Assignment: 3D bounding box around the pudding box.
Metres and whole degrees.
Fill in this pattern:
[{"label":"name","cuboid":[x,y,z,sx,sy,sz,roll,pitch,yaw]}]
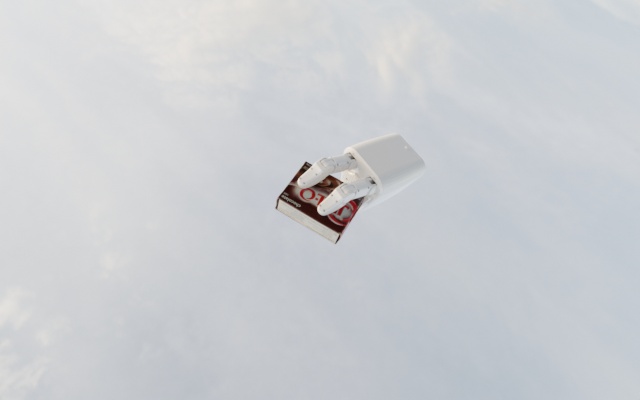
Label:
[{"label":"pudding box","cuboid":[0.000,0.002,0.743,0.113,0.090,0.039,28,-37,8]}]
